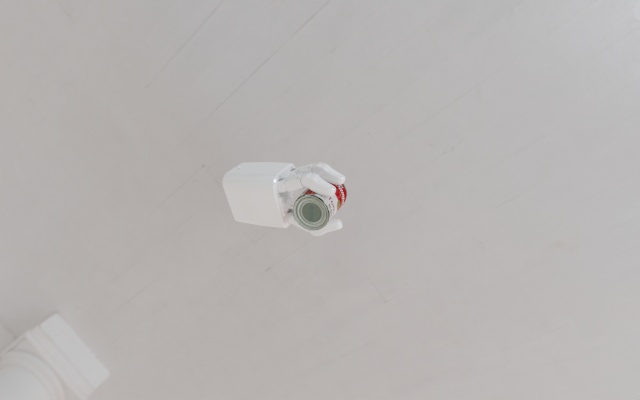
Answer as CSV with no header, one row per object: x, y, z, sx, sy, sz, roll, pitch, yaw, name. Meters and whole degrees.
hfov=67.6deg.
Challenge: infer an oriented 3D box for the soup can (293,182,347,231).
0.001,0.003,0.846,0.068,0.068,0.102,0,22,21,soup can
